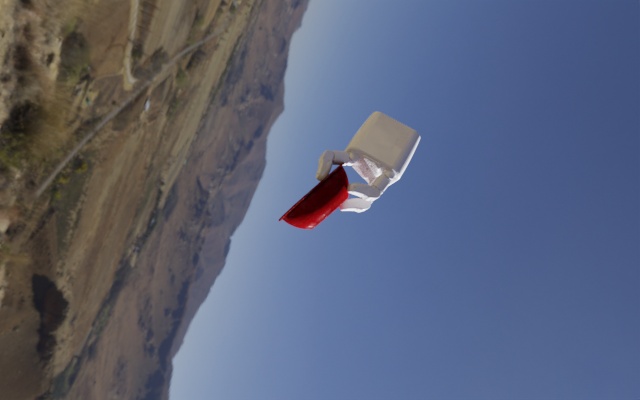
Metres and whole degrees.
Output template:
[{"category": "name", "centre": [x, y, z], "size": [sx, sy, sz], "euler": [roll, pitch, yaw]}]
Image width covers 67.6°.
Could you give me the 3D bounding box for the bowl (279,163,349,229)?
[{"category": "bowl", "centre": [-0.001, 0.004, 0.878], "size": [0.162, 0.055, 0.162], "euler": [-41, 0, 0]}]
